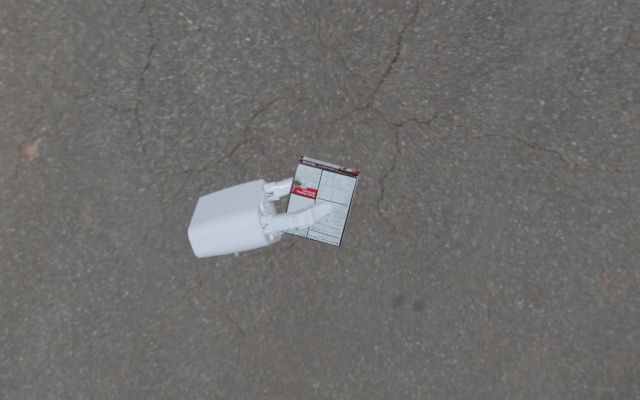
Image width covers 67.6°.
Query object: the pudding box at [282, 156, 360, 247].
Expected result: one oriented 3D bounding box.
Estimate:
[{"bbox_3d":[0.000,0.002,0.688,0.090,0.113,0.039,15,19,2],"label":"pudding box"}]
